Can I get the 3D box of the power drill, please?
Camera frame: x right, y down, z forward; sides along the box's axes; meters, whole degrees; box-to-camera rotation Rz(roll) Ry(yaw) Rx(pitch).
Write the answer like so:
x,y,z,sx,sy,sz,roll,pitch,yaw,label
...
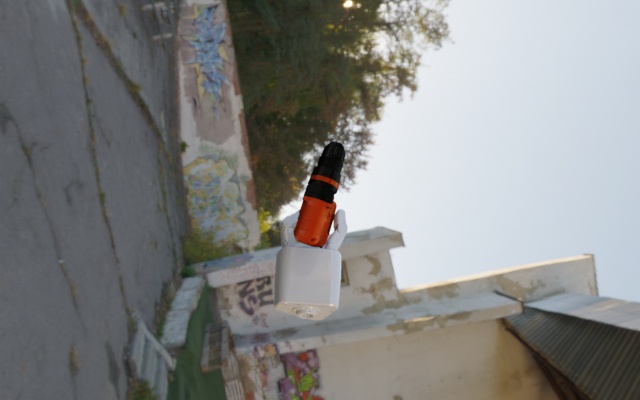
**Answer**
x,y,z,sx,sy,sz,roll,pitch,yaw,label
0.000,0.003,0.868,0.057,0.184,0.188,19,-15,6,power drill
